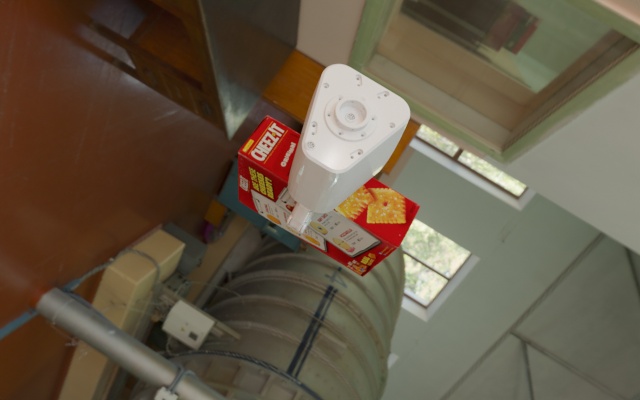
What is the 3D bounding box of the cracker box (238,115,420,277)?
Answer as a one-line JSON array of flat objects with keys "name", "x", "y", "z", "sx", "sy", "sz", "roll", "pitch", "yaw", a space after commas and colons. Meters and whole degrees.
[{"name": "cracker box", "x": 0.000, "y": 0.002, "z": 0.623, "sx": 0.213, "sy": 0.072, "sz": 0.164, "roll": 32, "pitch": -22, "yaw": 3}]
